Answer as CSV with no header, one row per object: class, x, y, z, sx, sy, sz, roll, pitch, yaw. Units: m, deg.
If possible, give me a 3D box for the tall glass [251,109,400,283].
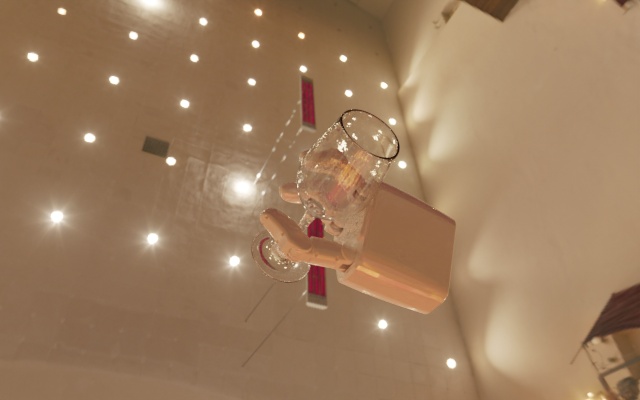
tall glass,0.000,0.002,0.487,0.079,0.079,0.201,0,-38,-35
